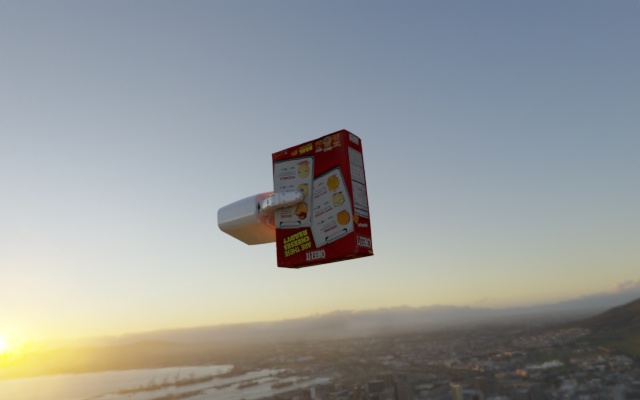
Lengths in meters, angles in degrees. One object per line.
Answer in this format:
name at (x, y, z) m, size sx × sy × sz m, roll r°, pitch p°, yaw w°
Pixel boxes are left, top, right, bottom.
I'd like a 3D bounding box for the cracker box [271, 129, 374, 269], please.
cracker box at (0.000, 0.003, 0.838) m, size 0.164 × 0.213 × 0.072 m, roll -14°, pitch -17°, yaw 32°
